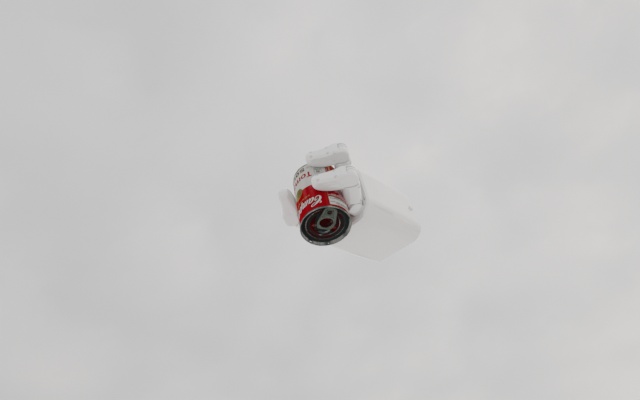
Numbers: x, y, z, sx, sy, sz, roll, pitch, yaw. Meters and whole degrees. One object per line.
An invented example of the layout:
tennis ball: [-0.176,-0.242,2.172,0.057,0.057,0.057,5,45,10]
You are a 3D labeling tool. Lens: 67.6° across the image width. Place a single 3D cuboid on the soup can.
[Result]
soup can: [0.000,0.002,0.650,0.068,0.069,0.102,0,39,-11]
